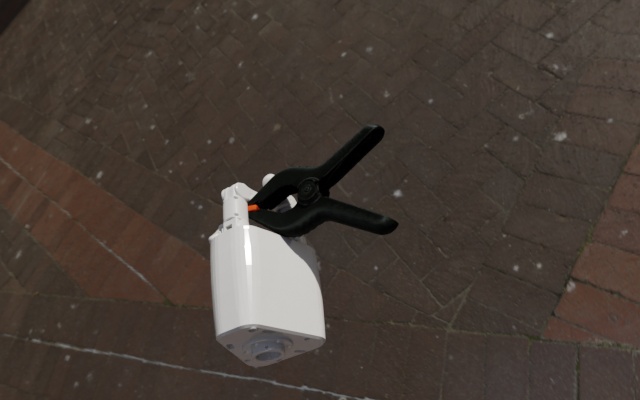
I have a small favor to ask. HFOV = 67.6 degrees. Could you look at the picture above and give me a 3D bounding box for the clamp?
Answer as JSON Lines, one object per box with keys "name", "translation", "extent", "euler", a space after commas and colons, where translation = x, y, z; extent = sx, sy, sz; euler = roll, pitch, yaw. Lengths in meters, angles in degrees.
{"name": "clamp", "translation": [0.000, 0.001, 0.490], "extent": [0.171, 0.120, 0.039], "euler": [-25, -39, 19]}
